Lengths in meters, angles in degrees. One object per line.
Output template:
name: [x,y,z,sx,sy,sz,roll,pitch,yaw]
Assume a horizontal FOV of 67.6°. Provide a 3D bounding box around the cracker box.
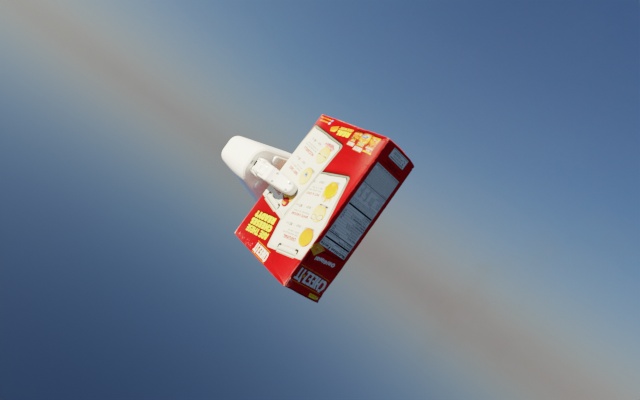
cracker box: [0.000,0.002,0.634,0.072,0.213,0.164,37,-2,-36]
